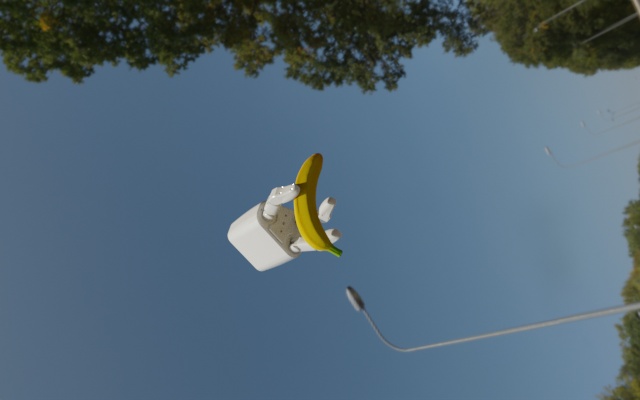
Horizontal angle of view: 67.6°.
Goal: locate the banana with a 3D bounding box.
[{"bbox_3d":[-0.014,0.003,0.809,0.069,0.197,0.037,9,-29,-36],"label":"banana"}]
